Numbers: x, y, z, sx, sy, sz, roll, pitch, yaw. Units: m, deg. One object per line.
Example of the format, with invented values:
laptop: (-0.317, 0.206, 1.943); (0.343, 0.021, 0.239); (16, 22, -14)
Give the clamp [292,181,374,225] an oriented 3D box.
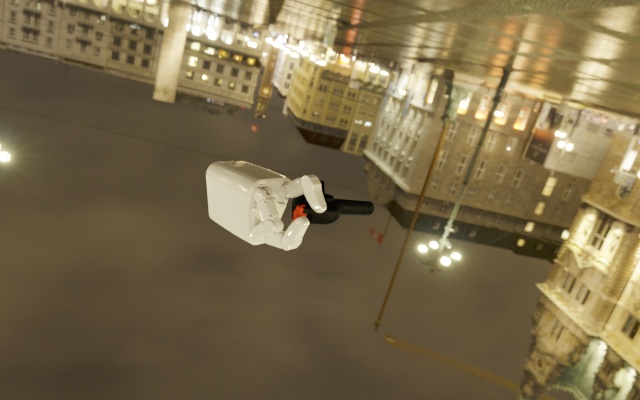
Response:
clamp: (0.000, 0.003, 0.793); (0.120, 0.039, 0.171); (22, 17, 34)
